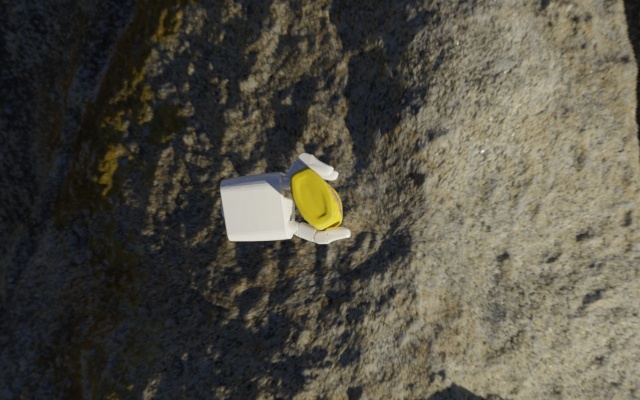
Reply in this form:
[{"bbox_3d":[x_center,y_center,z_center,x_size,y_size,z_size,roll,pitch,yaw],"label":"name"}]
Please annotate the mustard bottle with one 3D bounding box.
[{"bbox_3d":[0.000,0.003,0.806,0.058,0.096,0.191,-29,-8,5],"label":"mustard bottle"}]
